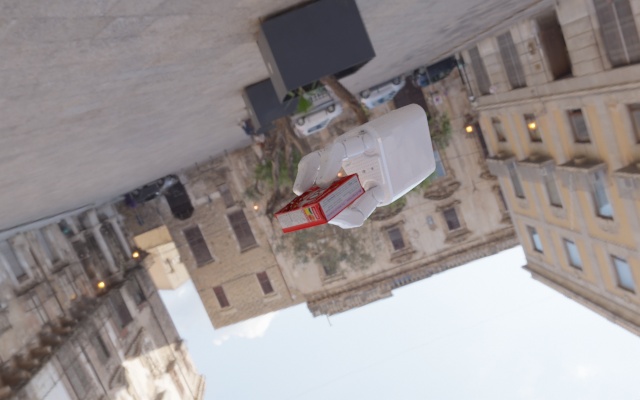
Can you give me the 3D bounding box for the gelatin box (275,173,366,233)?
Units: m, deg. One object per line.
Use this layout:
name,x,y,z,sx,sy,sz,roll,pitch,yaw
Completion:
gelatin box,0.000,0.002,0.572,0.073,0.030,0.089,-15,16,42
